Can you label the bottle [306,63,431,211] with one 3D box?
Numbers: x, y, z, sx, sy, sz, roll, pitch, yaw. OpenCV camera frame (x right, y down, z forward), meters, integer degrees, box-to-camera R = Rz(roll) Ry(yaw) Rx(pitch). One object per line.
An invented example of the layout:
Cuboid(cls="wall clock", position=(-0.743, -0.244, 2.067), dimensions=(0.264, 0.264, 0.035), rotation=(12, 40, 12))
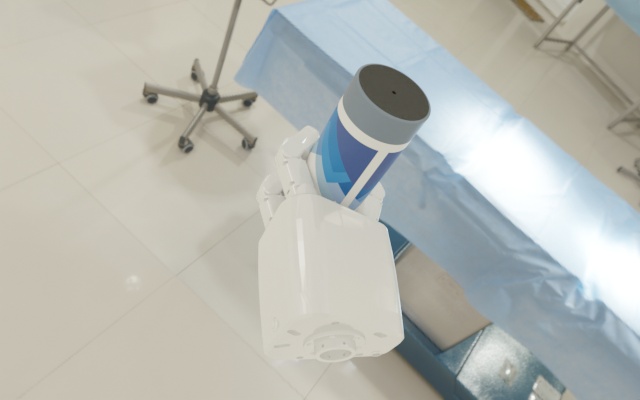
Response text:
Cuboid(cls="bottle", position=(0.000, 0.001, 0.474), dimensions=(0.069, 0.069, 0.296), rotation=(0, -36, -28))
